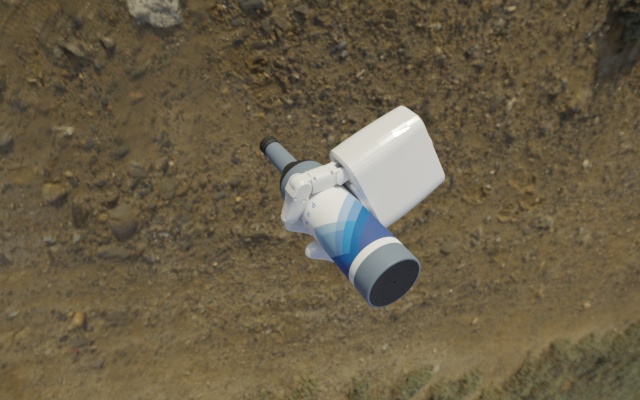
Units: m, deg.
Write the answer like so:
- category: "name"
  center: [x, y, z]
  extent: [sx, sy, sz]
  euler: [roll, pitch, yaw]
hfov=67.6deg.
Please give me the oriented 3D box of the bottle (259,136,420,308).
- category: "bottle"
  center: [0.000, 0.002, 0.575]
  extent: [0.069, 0.069, 0.295]
  euler: [0, 34, -37]
